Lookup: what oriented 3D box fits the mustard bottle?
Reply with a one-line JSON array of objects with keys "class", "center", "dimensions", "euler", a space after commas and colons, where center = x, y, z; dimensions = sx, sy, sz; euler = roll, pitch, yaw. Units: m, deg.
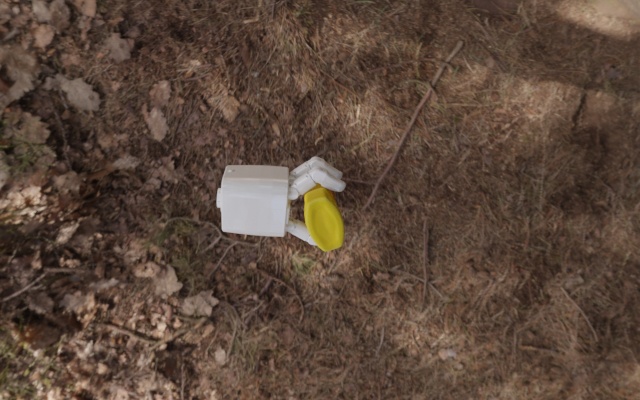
[{"class": "mustard bottle", "center": [0.000, 0.003, 0.822], "dimensions": [0.058, 0.096, 0.191], "euler": [-20, 23, 3]}]
